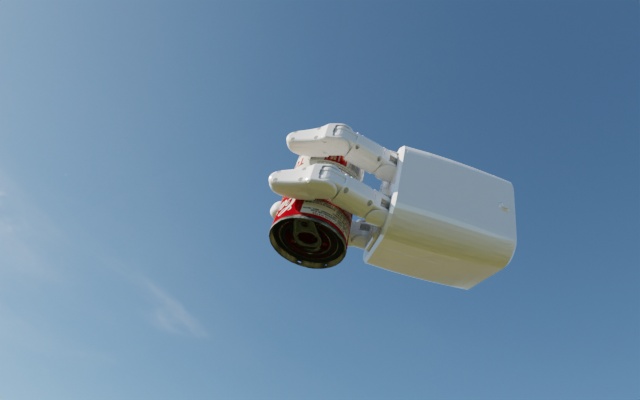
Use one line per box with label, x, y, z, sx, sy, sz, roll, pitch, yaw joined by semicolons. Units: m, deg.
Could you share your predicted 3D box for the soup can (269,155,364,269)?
soup can;0.000;0.001;0.438;0.068;0.102;0.069;10;-42;9
